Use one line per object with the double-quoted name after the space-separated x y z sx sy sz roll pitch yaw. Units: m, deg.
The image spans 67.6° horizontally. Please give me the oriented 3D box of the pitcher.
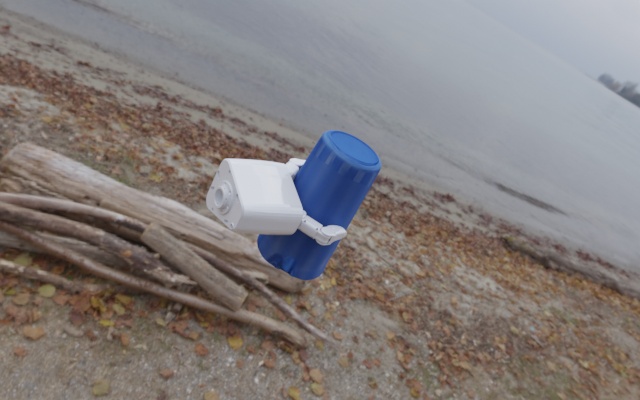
0.000 0.003 0.816 0.145 0.243 0.149 4 38 -41 "pitcher"
